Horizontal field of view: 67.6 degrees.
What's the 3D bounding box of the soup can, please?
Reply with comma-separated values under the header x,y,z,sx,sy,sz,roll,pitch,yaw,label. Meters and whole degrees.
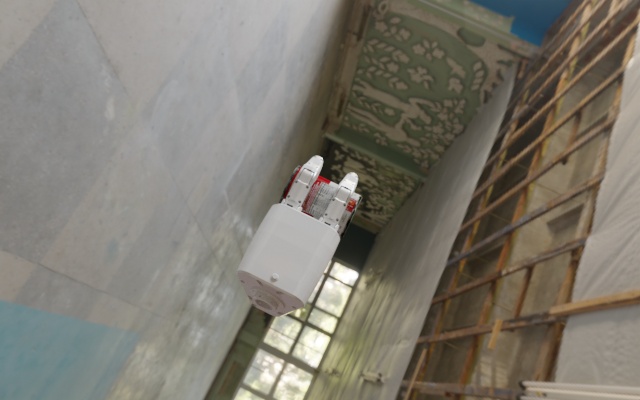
x,y,z,sx,sy,sz,roll,pitch,yaw,label
0.001,0.002,0.682,0.102,0.068,0.068,26,2,4,soup can
